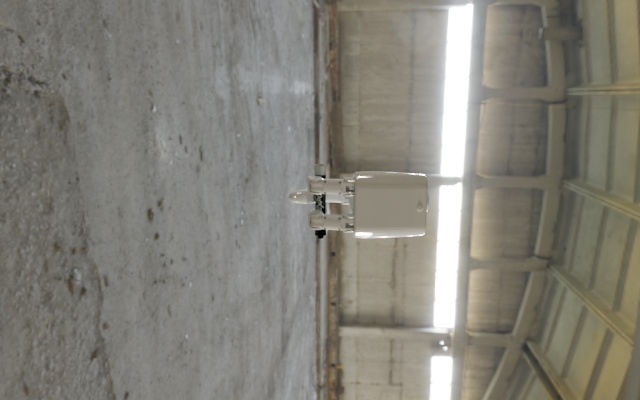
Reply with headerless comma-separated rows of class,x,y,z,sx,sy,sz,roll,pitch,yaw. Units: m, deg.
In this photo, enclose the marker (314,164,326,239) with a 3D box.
marker,0.000,0.003,0.765,0.020,0.121,0.020,0,13,0
